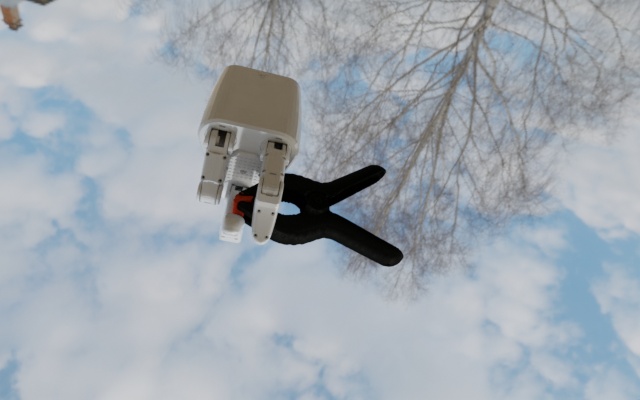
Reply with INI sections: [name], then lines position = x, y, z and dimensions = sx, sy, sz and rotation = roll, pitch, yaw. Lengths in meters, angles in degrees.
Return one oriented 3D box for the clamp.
[clamp]
position = 0.000, 0.002, 0.487
dimensions = 0.171, 0.120, 0.039
rotation = 12, -43, -9
